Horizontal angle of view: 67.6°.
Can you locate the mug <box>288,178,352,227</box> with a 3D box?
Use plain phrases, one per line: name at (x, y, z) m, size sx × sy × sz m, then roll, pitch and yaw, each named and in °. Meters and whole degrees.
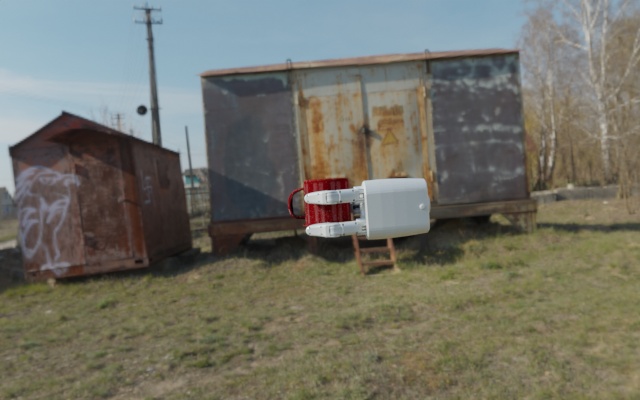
mug at (-0.001, 0.003, 0.855) m, size 0.117 × 0.081 × 0.093 m, roll -4°, pitch 2°, yaw -2°
